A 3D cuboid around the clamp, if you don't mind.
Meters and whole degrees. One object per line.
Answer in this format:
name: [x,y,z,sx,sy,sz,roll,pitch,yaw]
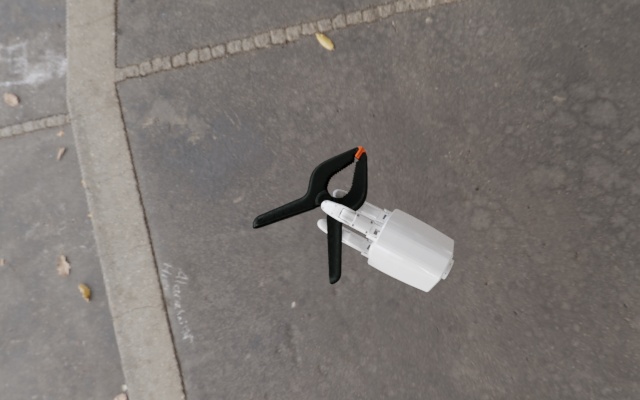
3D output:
clamp: [0.000,0.002,0.749,0.164,0.210,0.036,27,-1,10]
